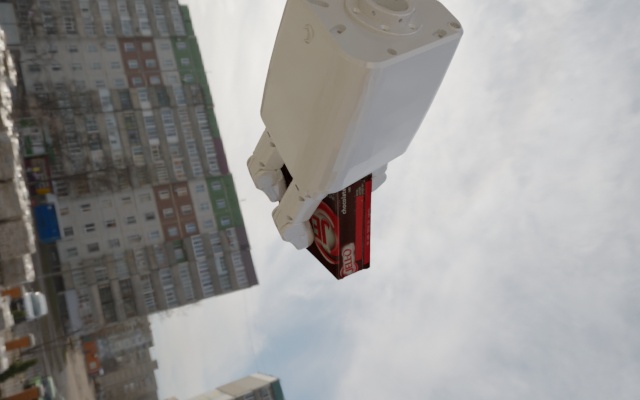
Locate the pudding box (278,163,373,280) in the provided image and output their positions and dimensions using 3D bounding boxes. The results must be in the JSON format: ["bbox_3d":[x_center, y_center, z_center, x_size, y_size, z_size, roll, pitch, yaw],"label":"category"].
[{"bbox_3d":[0.000,0.001,0.417,0.039,0.090,0.113,-14,30,-24],"label":"pudding box"}]
